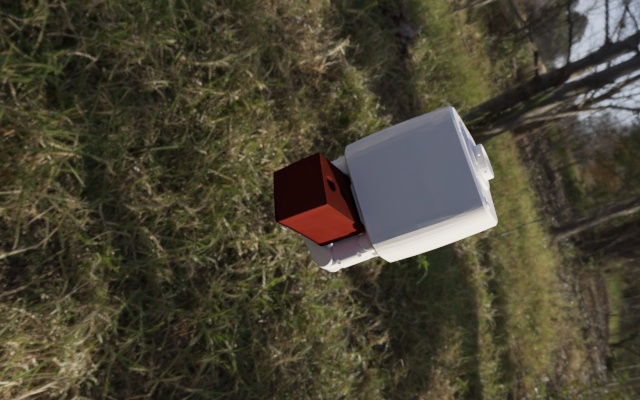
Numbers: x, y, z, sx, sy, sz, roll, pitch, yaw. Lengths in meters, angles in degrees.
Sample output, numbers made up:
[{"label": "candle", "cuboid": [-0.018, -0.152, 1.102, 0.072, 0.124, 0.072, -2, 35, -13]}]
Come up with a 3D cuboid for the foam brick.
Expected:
[{"label": "foam brick", "cuboid": [0.000, 0.001, 0.436, 0.051, 0.053, 0.078, -21, -31, 25]}]
